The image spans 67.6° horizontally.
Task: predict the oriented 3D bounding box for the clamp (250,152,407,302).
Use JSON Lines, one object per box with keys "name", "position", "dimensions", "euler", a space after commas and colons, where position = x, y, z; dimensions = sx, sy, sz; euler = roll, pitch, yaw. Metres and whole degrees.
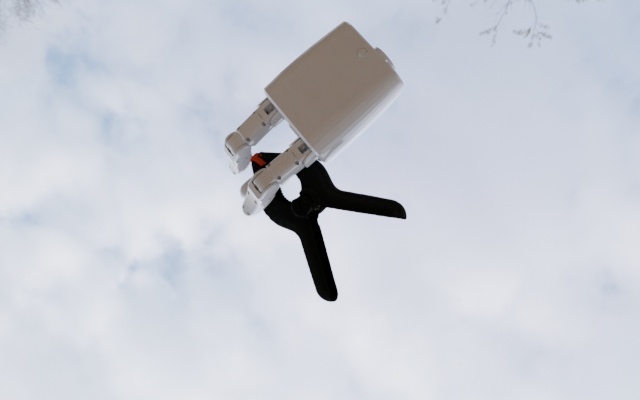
{"name": "clamp", "position": [0.000, 0.002, 0.483], "dimensions": [0.120, 0.171, 0.039], "euler": [-41, -15, 8]}
